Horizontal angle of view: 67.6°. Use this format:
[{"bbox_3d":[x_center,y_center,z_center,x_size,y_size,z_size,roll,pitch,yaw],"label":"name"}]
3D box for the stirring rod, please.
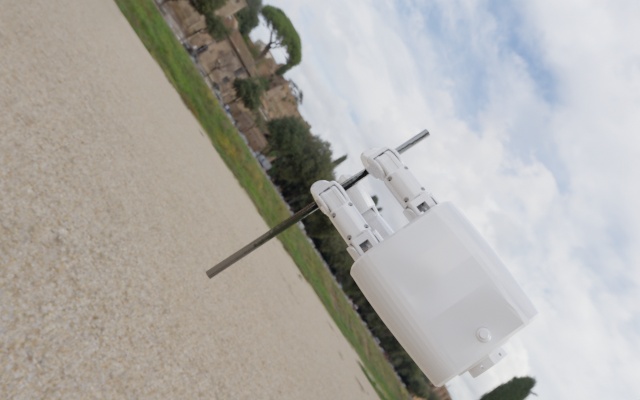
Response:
[{"bbox_3d":[0.000,0.002,0.437,0.239,0.011,0.011,-33,3,-5],"label":"stirring rod"}]
